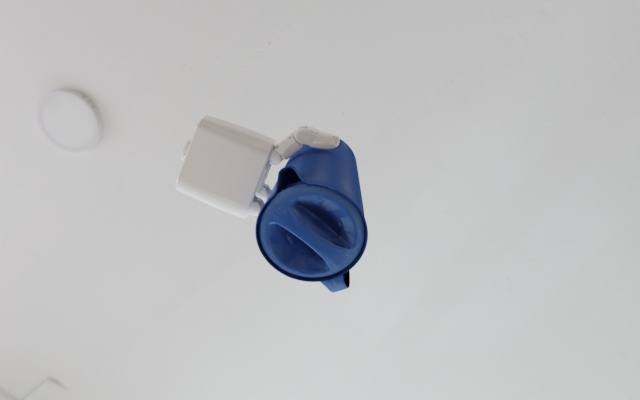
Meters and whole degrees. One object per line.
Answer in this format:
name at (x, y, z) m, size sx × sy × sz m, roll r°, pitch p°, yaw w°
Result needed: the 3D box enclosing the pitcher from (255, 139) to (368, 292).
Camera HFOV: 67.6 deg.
pitcher at (0.000, 0.002, 0.667) m, size 0.145 × 0.149 × 0.242 m, roll 22°, pitch 25°, yaw -6°
